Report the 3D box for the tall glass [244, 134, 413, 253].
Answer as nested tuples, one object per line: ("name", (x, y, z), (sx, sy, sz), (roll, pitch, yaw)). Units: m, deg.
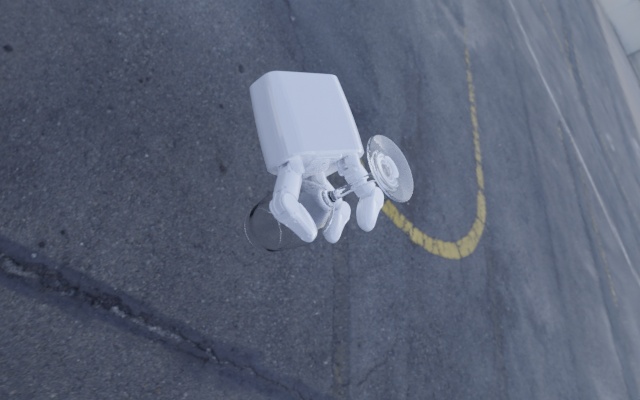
("tall glass", (0.001, 0.002, 0.539), (0.201, 0.079, 0.079), (-26, -17, 37))
